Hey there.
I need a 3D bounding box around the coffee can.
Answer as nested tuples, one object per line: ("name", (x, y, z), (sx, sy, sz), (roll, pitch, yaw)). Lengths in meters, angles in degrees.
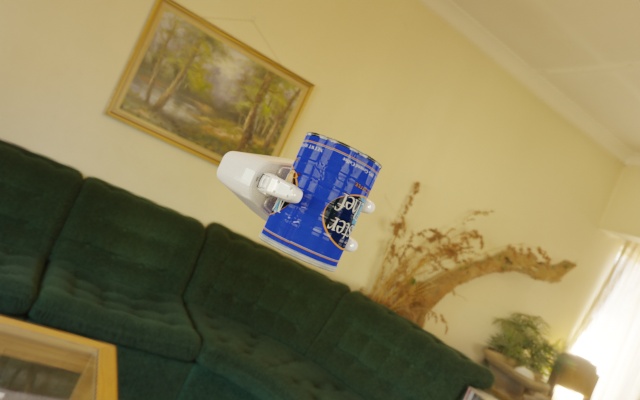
("coffee can", (0.000, 0.002, 0.583), (0.103, 0.140, 0.103), (24, -2, 1))
